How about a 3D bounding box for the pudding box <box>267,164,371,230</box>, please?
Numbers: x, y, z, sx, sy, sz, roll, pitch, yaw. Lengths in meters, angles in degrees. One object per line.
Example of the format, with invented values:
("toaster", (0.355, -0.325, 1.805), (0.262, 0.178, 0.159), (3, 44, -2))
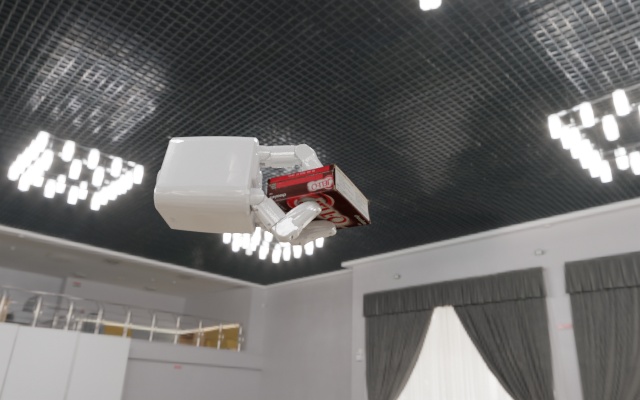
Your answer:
("pudding box", (0.000, 0.002, 0.581), (0.090, 0.039, 0.113), (-10, -25, 24))
